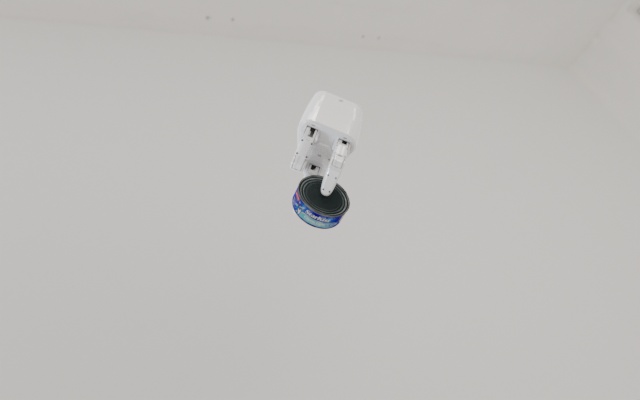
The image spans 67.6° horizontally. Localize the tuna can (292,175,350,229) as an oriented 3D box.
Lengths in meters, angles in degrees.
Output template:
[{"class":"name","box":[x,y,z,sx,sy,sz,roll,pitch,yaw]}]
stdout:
[{"class":"tuna can","box":[0.000,0.003,0.741,0.086,0.086,0.034,0,-42,-30]}]
